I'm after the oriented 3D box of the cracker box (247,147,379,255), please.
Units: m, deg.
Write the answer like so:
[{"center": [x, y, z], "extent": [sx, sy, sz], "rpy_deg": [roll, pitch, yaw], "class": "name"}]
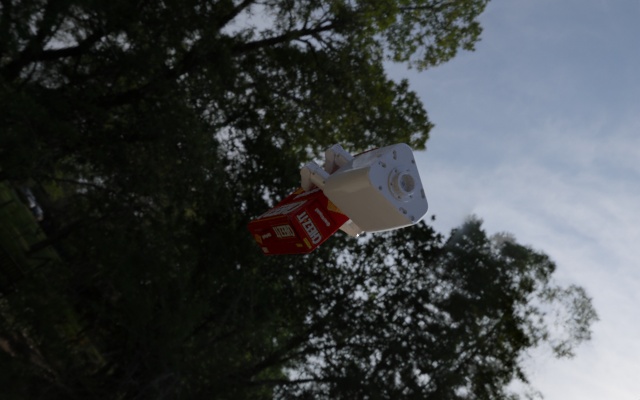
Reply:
[{"center": [0.000, 0.003, 0.809], "extent": [0.213, 0.072, 0.164], "rpy_deg": [-37, 12, -29], "class": "cracker box"}]
